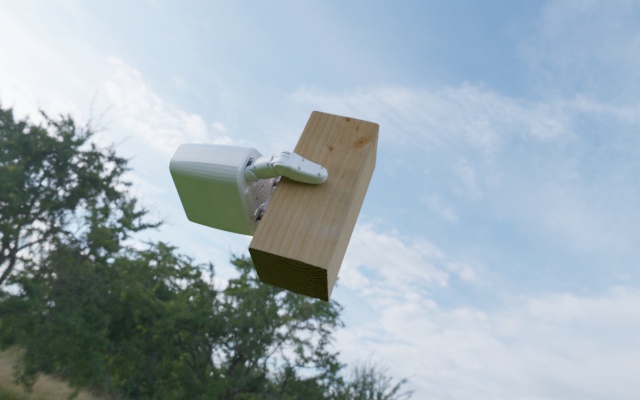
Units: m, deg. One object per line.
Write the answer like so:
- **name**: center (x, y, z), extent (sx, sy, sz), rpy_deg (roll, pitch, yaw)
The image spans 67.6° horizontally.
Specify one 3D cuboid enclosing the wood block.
- **wood block**: center (0.000, 0.002, 0.575), extent (0.090, 0.206, 0.091), rpy_deg (14, -31, 12)
